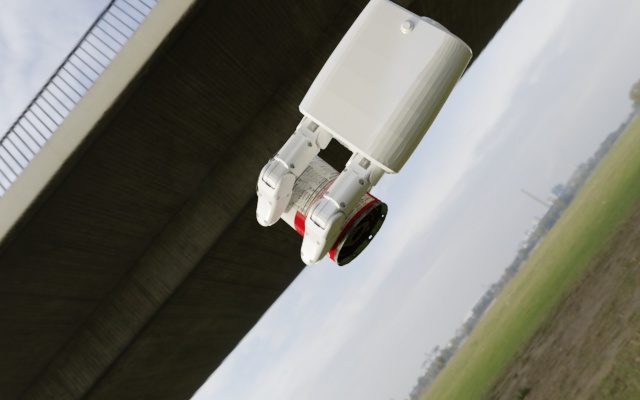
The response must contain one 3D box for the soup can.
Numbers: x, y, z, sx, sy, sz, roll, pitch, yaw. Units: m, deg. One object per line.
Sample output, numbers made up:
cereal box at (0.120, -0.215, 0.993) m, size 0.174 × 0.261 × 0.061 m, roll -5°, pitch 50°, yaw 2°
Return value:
soup can at (0.000, 0.002, 0.431) m, size 0.102 × 0.068 × 0.068 m, roll 38°, pitch 17°, yaw 22°
